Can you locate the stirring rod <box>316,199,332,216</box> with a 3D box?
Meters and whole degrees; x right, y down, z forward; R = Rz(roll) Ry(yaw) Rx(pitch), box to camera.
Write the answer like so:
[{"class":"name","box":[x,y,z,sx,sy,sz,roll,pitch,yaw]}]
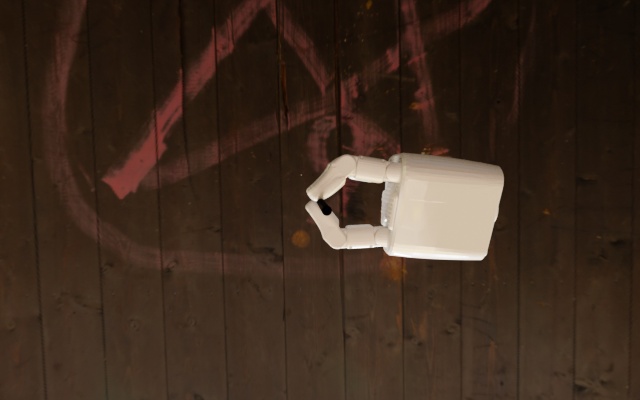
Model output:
[{"class":"stirring rod","box":[0.000,0.002,0.491,0.011,0.011,0.239,0,3,-2]}]
